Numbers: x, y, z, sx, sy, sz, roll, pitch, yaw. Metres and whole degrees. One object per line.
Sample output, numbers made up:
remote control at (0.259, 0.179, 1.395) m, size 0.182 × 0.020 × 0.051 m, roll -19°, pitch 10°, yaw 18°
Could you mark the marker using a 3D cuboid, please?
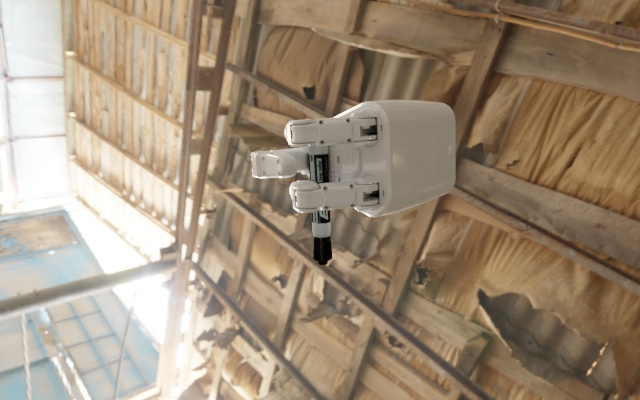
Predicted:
marker at (0.000, 0.001, 0.443) m, size 0.020 × 0.121 × 0.020 m, roll -3°, pitch 11°, yaw 1°
